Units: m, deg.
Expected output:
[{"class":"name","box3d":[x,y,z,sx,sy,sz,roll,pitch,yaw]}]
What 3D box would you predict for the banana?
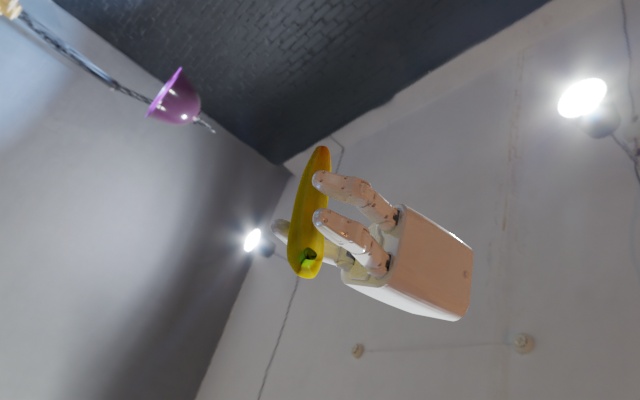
[{"class":"banana","box3d":[-0.008,0.017,0.504,0.037,0.070,0.197,22,34,-13]}]
